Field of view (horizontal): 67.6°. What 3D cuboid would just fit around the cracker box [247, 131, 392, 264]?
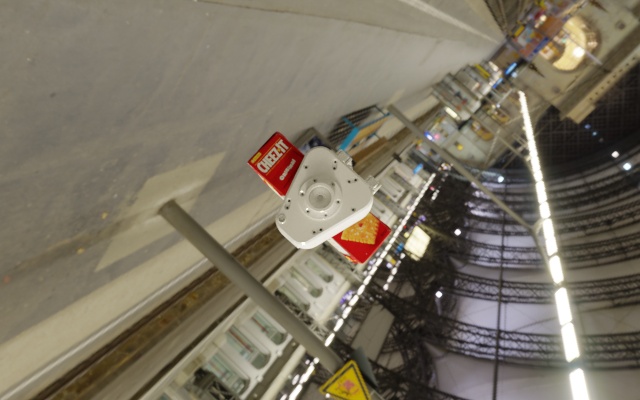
[{"bbox_3d":[0.000,0.003,0.730,0.213,0.072,0.164,42,-4,5],"label":"cracker box"}]
